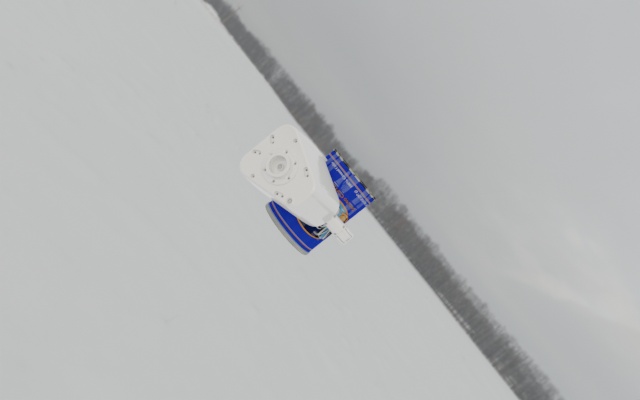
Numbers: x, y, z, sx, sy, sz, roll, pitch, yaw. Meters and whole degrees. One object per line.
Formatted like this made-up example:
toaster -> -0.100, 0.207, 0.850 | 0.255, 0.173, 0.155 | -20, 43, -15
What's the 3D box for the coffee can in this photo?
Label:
coffee can -> 0.000, 0.003, 0.746 | 0.140, 0.103, 0.103 | -39, -4, 4
